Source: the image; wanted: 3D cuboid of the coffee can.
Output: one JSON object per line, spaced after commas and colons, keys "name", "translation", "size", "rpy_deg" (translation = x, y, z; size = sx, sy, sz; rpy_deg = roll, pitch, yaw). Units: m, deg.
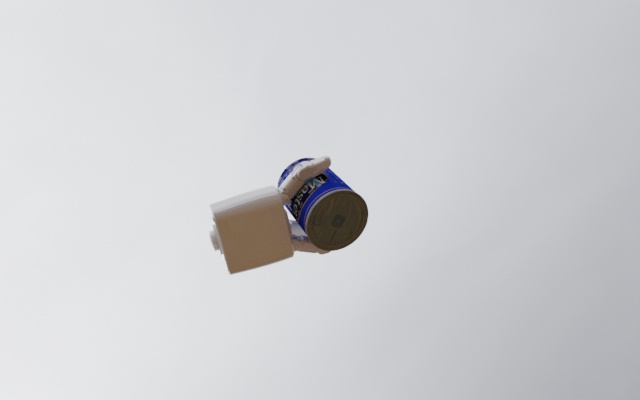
{"name": "coffee can", "translation": [0.000, 0.002, 0.773], "size": [0.103, 0.103, 0.140], "rpy_deg": [0, 25, -25]}
